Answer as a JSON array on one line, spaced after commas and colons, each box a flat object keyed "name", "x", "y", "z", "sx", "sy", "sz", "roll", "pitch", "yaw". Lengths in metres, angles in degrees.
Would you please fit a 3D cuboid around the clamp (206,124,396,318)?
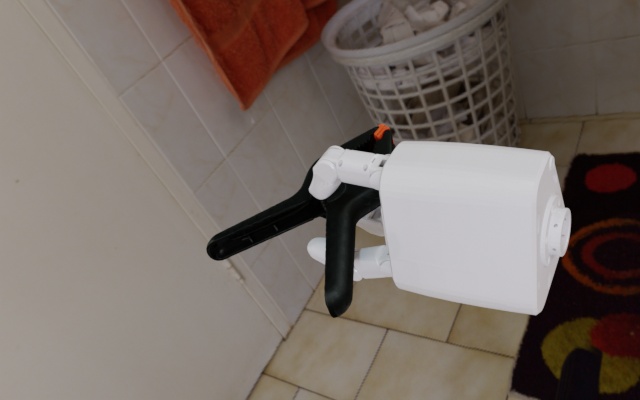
[{"name": "clamp", "x": 0.000, "y": 0.001, "z": 0.447, "sx": 0.164, "sy": 0.036, "sz": 0.210, "roll": 10, "pitch": 50, "yaw": 35}]
